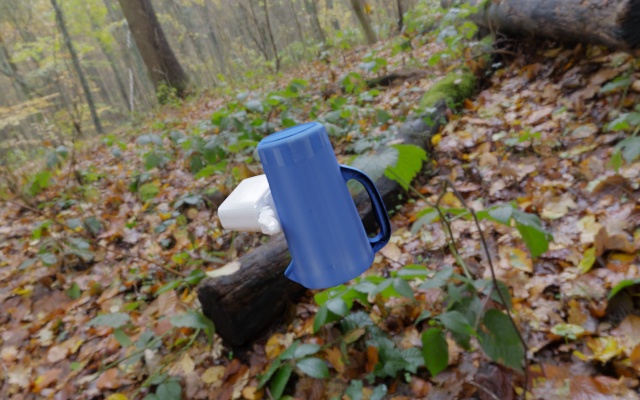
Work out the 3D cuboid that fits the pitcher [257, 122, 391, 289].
[{"bbox_3d":[0.000,0.003,0.755,0.145,0.243,0.149,-3,22,43],"label":"pitcher"}]
